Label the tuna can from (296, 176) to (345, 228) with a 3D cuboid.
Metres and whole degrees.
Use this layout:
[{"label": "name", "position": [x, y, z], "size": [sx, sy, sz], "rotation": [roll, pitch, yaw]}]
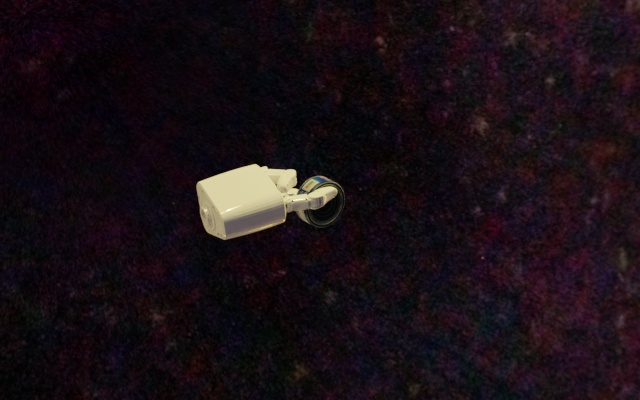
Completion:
[{"label": "tuna can", "position": [0.001, 0.003, 0.827], "size": [0.086, 0.086, 0.033], "rotation": [0, 17, -37]}]
